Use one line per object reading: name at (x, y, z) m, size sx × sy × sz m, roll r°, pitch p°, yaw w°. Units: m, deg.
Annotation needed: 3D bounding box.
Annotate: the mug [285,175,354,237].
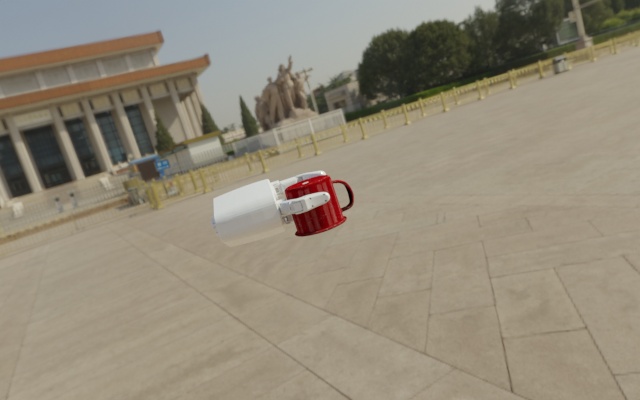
mug at (0.001, 0.002, 0.807) m, size 0.117 × 0.081 × 0.093 m, roll -19°, pitch 9°, yaw -7°
